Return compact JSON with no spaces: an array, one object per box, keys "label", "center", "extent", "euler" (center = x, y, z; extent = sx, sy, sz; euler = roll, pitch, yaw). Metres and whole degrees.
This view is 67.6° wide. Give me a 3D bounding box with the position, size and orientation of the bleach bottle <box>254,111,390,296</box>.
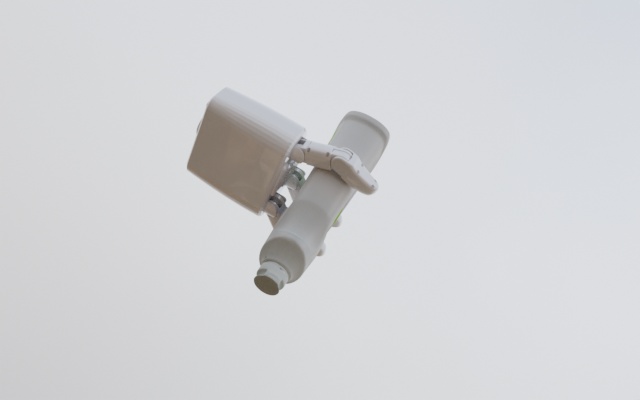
[{"label":"bleach bottle","center":[0.000,0.002,0.542],"extent":[0.068,0.103,0.250],"euler":[30,46,4]}]
